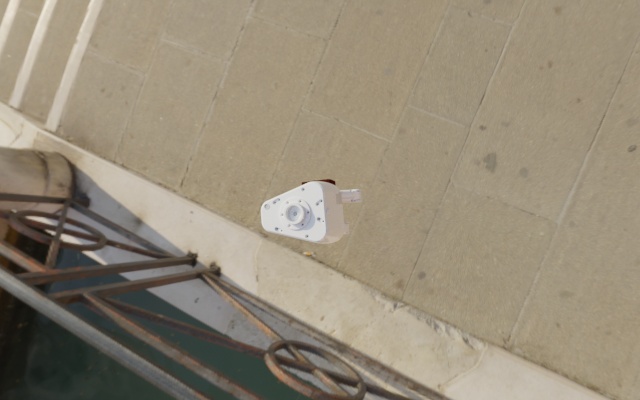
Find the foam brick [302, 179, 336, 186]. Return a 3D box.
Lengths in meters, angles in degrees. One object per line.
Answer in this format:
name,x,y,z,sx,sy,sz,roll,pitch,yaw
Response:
foam brick,0.000,0.003,0.853,0.053,0.078,0.051,-6,-4,13
